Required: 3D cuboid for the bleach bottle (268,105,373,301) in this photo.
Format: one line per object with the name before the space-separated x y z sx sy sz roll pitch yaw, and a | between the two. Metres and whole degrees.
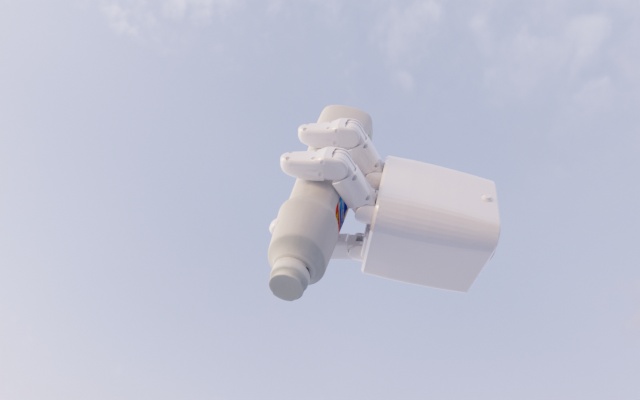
bleach bottle | 0.000 0.001 0.467 0.068 0.103 0.250 12 38 6
